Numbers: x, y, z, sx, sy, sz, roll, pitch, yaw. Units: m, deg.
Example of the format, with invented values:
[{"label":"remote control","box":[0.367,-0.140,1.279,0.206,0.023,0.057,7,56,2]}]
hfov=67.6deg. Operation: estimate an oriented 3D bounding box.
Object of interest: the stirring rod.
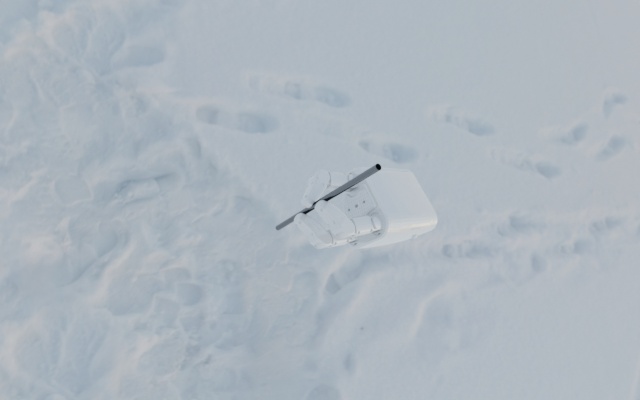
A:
[{"label":"stirring rod","box":[0.000,0.002,0.620,0.011,0.011,0.239,0,-19,-34]}]
